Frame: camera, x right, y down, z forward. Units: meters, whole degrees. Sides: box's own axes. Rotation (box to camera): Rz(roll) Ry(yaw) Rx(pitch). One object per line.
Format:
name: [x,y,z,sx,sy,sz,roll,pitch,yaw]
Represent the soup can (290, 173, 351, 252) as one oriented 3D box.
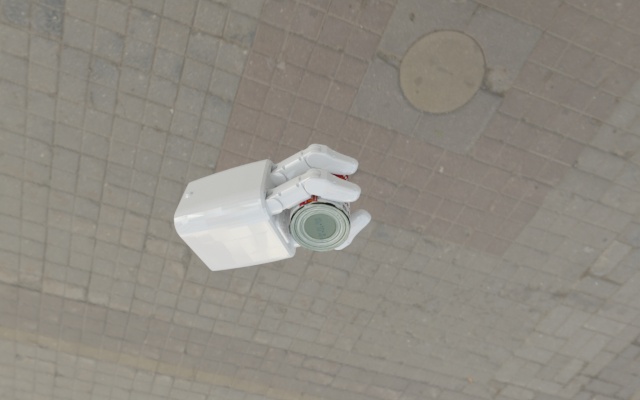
soup can: [0.001,0.002,0.552,0.068,0.068,0.102,0,34,1]
